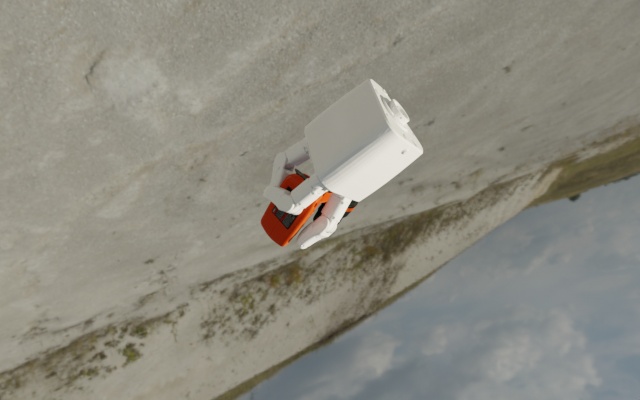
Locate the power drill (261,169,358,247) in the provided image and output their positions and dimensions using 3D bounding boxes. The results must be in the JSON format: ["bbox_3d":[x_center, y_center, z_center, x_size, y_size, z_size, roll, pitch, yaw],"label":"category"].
[{"bbox_3d":[0.000,0.002,0.702,0.057,0.184,0.187,44,36,16],"label":"power drill"}]
